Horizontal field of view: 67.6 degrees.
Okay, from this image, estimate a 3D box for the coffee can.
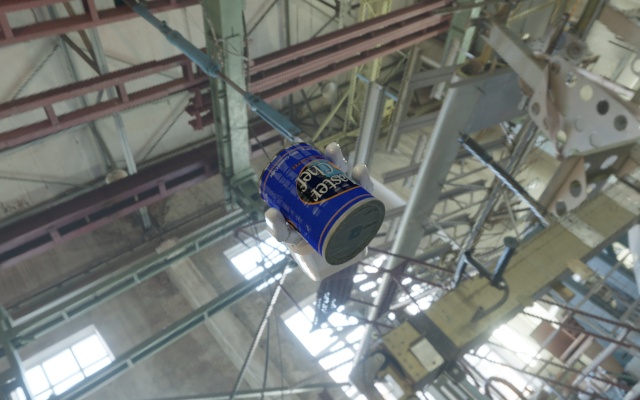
[{"bbox_3d":[0.000,0.002,0.630,0.140,0.103,0.103,42,24,31],"label":"coffee can"}]
